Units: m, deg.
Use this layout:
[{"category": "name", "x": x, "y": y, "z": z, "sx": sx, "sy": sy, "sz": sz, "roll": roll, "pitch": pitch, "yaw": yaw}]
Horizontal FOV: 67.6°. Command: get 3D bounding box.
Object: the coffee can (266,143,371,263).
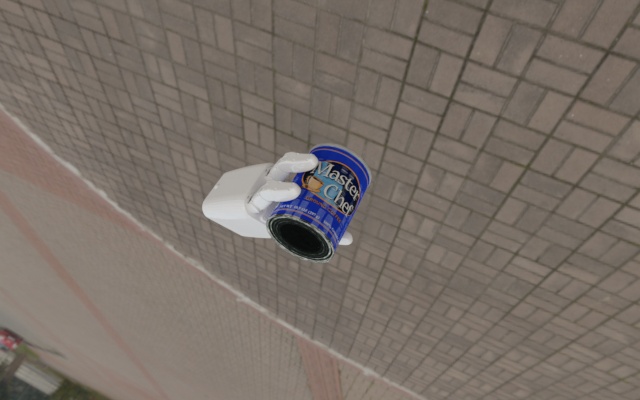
[{"category": "coffee can", "x": 0.000, "y": 0.002, "z": 0.680, "sx": 0.103, "sy": 0.140, "sz": 0.103, "roll": 20, "pitch": -33, "yaw": 14}]
